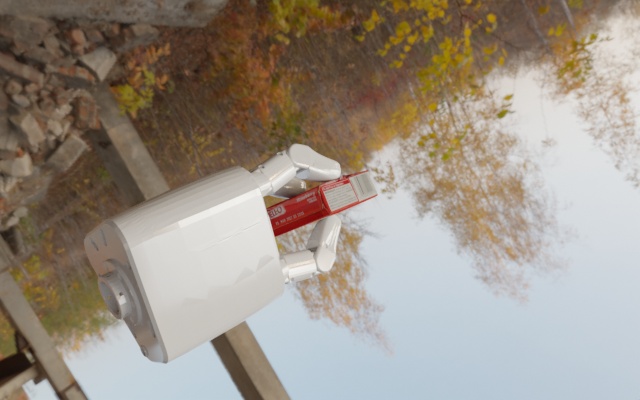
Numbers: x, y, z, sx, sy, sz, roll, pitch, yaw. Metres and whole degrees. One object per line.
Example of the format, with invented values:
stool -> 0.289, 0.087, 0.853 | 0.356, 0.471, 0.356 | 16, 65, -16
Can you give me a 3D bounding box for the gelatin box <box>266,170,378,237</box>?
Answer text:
gelatin box -> 0.000, 0.002, 0.449 | 0.073, 0.030, 0.089 | -22, -1, 37
